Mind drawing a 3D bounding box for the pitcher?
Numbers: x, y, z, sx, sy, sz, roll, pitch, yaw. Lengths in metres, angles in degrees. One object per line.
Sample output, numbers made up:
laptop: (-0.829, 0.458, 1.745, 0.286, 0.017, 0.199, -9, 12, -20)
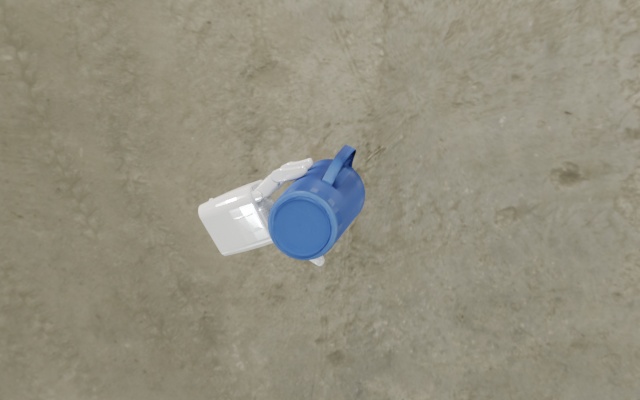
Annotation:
pitcher: (0.000, 0.003, 0.807, 0.145, 0.149, 0.242, -16, 9, 15)
